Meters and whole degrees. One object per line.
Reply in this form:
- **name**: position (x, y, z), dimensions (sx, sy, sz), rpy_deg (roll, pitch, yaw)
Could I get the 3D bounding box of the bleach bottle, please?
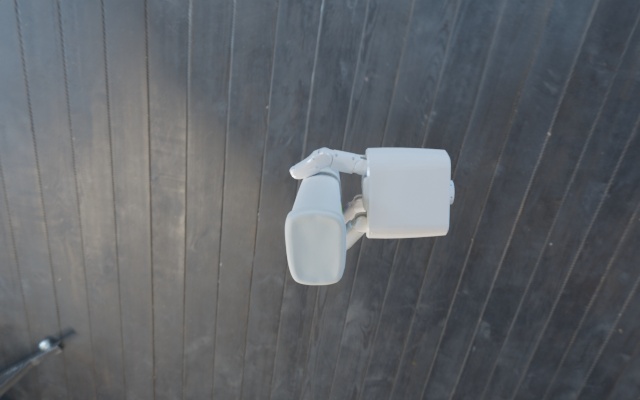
- **bleach bottle**: position (0.000, 0.002, 0.640), dimensions (0.068, 0.103, 0.250), rpy_deg (0, 26, 3)
